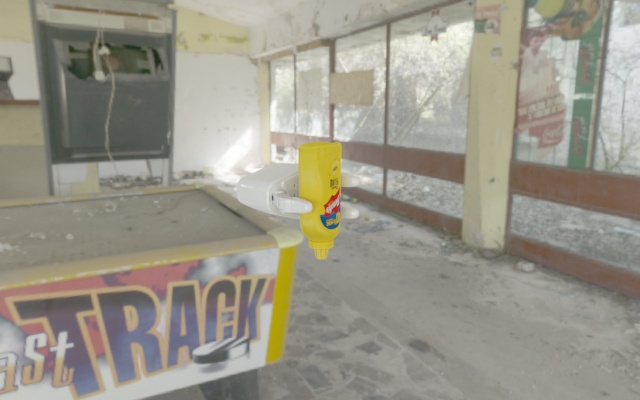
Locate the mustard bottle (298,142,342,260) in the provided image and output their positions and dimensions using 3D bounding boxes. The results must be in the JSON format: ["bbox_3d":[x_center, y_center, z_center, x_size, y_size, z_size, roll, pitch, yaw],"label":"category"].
[{"bbox_3d":[0.000,0.002,0.781,0.058,0.192,0.096,5,12,24],"label":"mustard bottle"}]
